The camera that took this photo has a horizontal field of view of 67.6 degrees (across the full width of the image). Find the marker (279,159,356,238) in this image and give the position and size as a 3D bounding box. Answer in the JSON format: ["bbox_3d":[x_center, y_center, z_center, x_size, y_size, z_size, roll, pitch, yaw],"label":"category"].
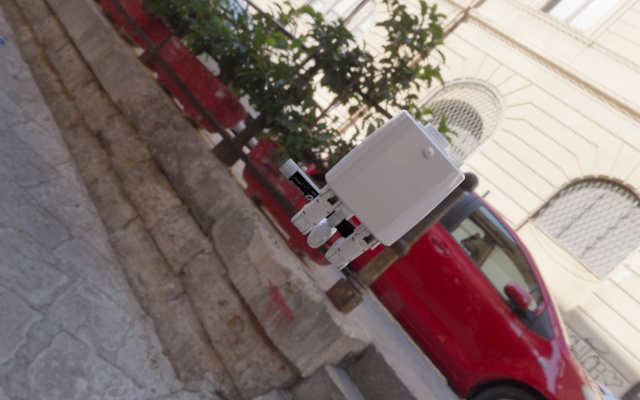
[{"bbox_3d":[0.000,0.002,0.553,0.020,0.121,0.020,-43,5,5],"label":"marker"}]
